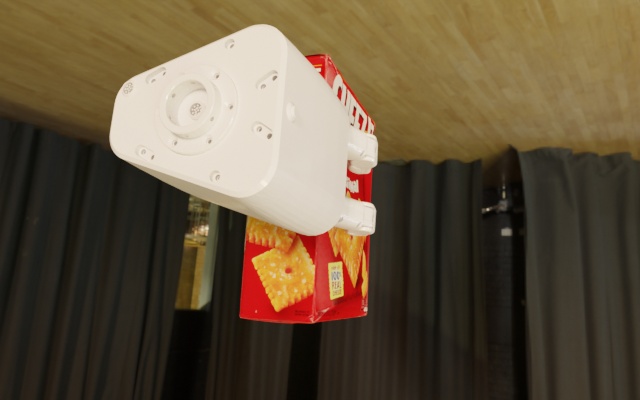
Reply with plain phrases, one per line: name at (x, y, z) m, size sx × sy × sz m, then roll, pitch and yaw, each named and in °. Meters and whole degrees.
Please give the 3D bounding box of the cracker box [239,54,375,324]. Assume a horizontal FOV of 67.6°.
cracker box at (0.000, 0.002, 0.443) m, size 0.072 × 0.213 × 0.164 m, roll 0°, pitch -12°, yaw 20°
